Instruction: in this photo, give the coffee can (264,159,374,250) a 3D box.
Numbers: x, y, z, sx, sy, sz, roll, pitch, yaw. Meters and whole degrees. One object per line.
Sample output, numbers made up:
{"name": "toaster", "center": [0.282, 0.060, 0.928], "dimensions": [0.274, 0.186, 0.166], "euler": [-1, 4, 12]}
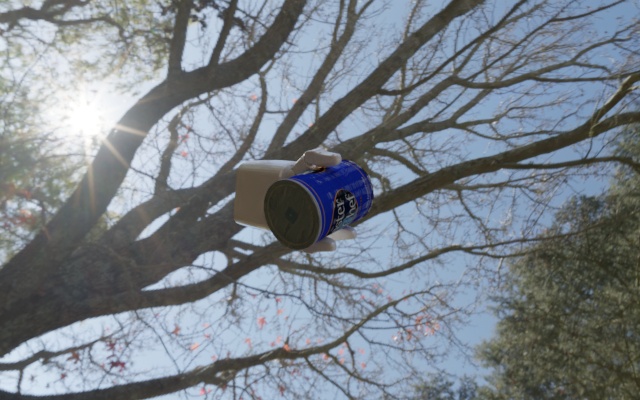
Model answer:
{"name": "coffee can", "center": [0.000, 0.002, 0.715], "dimensions": [0.103, 0.103, 0.140], "euler": [0, 15, 39]}
